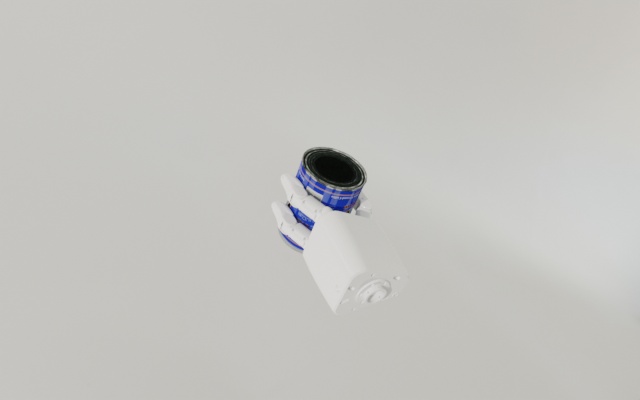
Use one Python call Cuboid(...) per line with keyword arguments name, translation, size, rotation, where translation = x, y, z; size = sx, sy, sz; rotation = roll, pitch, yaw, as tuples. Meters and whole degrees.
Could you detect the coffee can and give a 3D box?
Cuboid(name="coffee can", translation=(0.000, 0.002, 0.746), size=(0.103, 0.140, 0.102), rotation=(14, 38, -11))
